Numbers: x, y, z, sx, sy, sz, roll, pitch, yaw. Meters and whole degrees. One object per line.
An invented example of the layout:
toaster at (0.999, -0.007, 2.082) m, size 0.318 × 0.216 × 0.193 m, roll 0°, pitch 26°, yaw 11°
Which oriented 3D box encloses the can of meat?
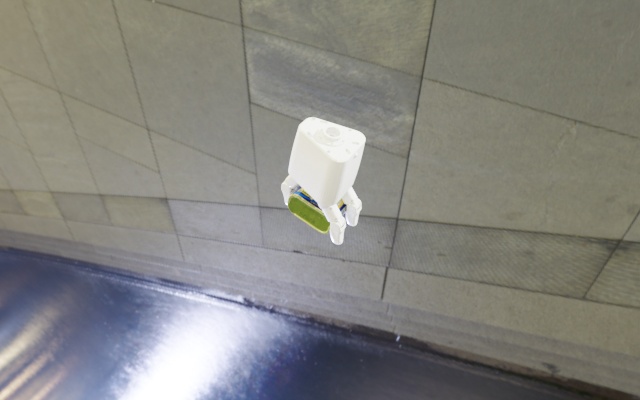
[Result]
can of meat at (0.000, 0.003, 0.895) m, size 0.102 × 0.057 × 0.084 m, roll 33°, pitch 49°, yaw 11°
